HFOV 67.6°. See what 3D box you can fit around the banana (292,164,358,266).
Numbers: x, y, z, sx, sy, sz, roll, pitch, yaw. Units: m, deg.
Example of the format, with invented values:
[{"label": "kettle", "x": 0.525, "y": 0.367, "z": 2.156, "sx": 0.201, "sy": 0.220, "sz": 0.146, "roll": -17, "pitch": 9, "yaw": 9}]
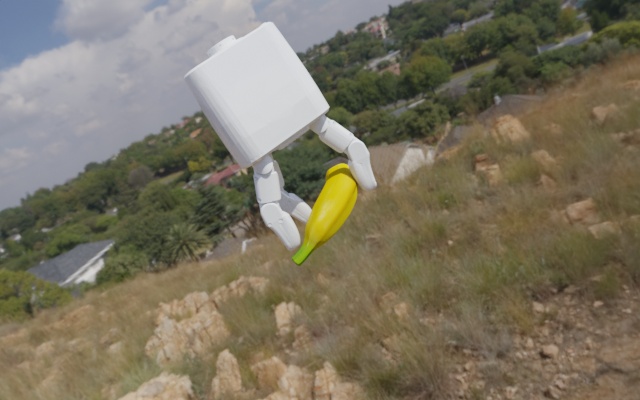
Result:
[{"label": "banana", "x": 0.013, "y": -0.006, "z": 0.542, "sx": 0.070, "sy": 0.037, "sz": 0.197, "roll": -33, "pitch": 15, "yaw": 27}]
